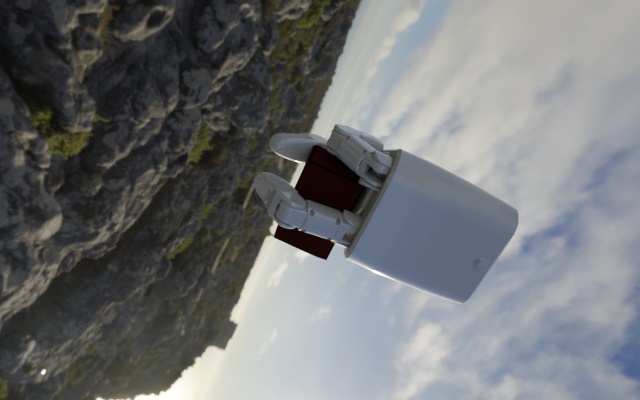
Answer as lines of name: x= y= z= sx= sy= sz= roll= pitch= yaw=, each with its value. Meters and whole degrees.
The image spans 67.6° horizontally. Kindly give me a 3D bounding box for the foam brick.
foam brick: x=0.000 y=0.002 z=0.412 sx=0.051 sy=0.078 sz=0.053 roll=24 pitch=22 yaw=-4
